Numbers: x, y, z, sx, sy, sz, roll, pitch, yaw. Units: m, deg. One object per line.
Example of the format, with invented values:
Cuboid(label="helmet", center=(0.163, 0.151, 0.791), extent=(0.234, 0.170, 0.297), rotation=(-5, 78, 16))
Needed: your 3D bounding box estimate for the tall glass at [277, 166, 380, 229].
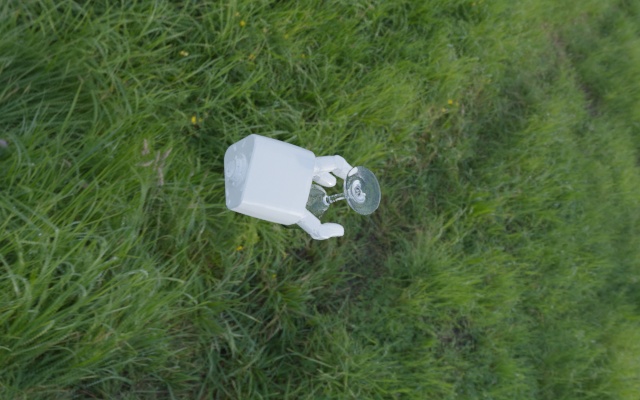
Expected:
Cuboid(label="tall glass", center=(0.001, 0.003, 0.785), extent=(0.079, 0.079, 0.201), rotation=(0, -11, -40))
